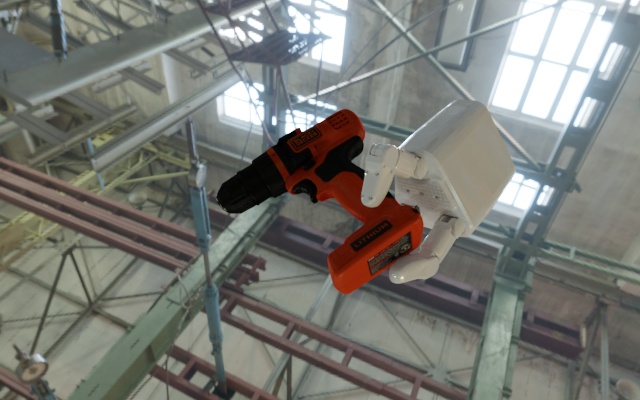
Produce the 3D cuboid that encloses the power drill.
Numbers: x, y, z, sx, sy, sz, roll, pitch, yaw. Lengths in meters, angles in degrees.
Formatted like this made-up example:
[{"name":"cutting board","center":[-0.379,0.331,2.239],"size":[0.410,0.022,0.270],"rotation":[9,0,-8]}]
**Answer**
[{"name":"power drill","center":[0.001,0.002,0.497],"size":[0.184,0.187,0.057],"rotation":[-33,-33,-6]}]
